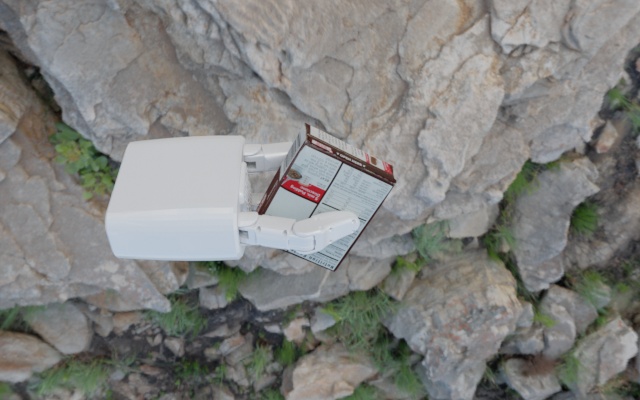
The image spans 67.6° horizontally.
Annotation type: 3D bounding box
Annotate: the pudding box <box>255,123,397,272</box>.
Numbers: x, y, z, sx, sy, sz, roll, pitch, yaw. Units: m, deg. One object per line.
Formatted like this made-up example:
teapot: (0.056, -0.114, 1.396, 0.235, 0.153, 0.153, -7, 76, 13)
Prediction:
pudding box: (0.000, 0.001, 0.426, 0.090, 0.113, 0.039, 24, 31, -15)
